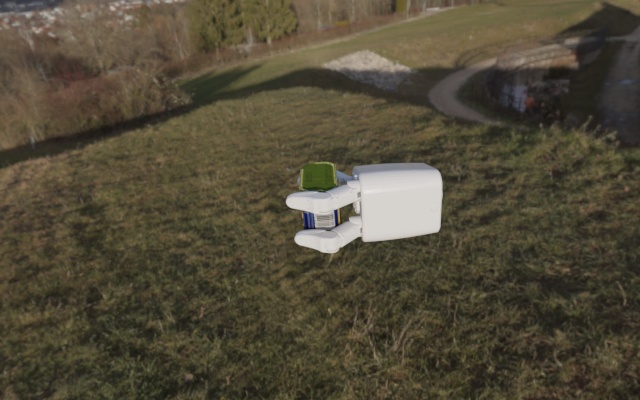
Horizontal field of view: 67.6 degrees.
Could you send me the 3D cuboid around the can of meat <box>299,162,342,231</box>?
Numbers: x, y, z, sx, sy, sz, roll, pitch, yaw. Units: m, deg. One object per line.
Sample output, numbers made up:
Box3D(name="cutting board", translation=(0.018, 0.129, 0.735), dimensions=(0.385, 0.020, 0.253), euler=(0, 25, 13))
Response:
Box3D(name="can of meat", translation=(0.000, 0.002, 0.671), dimensions=(0.057, 0.084, 0.102), euler=(-4, 27, 1))
